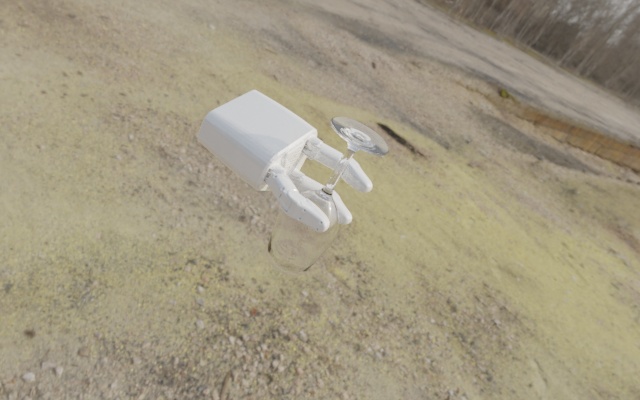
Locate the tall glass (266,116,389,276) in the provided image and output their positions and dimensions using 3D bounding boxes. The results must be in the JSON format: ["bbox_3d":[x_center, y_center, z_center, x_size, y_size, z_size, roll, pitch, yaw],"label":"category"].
[{"bbox_3d":[0.000,0.001,0.581,0.079,0.201,0.079,23,29,-13],"label":"tall glass"}]
